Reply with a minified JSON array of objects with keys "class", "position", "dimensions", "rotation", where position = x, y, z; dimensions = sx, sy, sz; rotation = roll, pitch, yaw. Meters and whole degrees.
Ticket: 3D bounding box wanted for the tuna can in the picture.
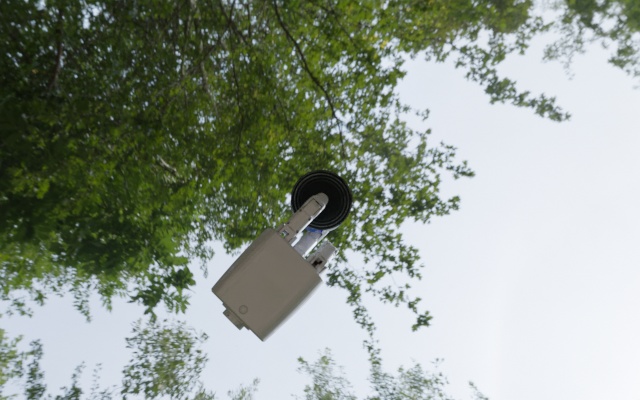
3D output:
[{"class":"tuna can","position":[0.000,0.002,0.674],"dimensions":[0.086,0.086,0.034],"rotation":[0,-13,-6]}]
